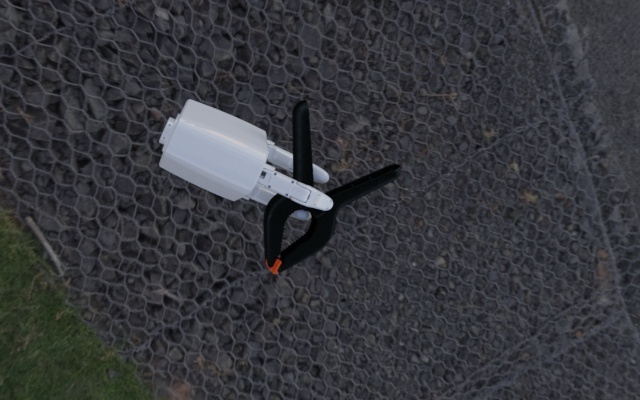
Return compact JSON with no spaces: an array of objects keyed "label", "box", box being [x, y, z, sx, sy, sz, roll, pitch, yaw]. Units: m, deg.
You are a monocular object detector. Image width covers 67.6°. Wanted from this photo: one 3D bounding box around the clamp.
[{"label":"clamp","box":[0.000,0.003,0.607,0.164,0.210,0.036,24,5,-20]}]
